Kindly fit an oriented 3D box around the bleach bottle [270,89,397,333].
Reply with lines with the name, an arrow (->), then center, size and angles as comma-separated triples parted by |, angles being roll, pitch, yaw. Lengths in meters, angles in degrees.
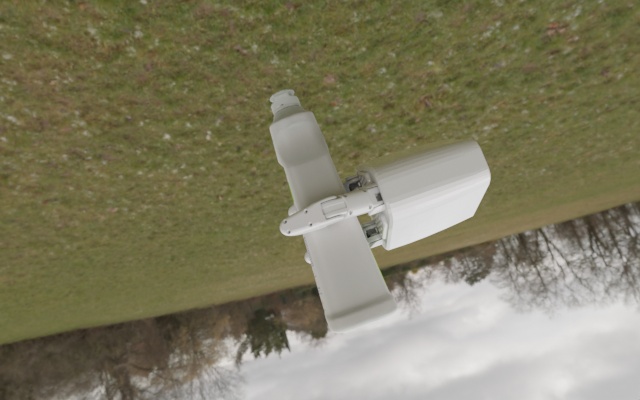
bleach bottle -> 0.000, 0.002, 0.489 | 0.068, 0.251, 0.102 | -19, -9, -4
